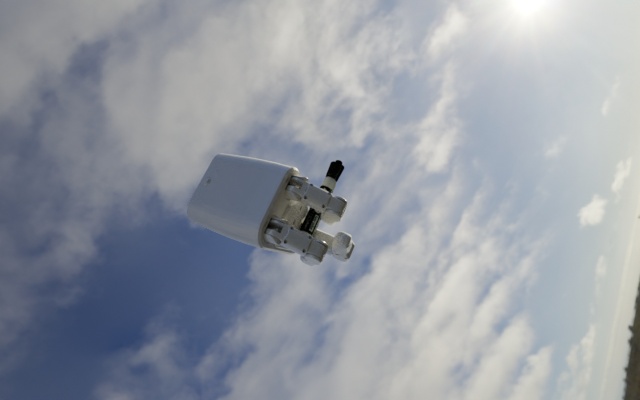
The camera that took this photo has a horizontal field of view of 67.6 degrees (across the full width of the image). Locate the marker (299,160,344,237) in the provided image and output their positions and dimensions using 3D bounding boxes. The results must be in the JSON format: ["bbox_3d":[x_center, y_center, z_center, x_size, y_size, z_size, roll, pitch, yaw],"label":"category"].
[{"bbox_3d":[0.000,0.002,0.578,0.020,0.121,0.020,21,-22,9],"label":"marker"}]
